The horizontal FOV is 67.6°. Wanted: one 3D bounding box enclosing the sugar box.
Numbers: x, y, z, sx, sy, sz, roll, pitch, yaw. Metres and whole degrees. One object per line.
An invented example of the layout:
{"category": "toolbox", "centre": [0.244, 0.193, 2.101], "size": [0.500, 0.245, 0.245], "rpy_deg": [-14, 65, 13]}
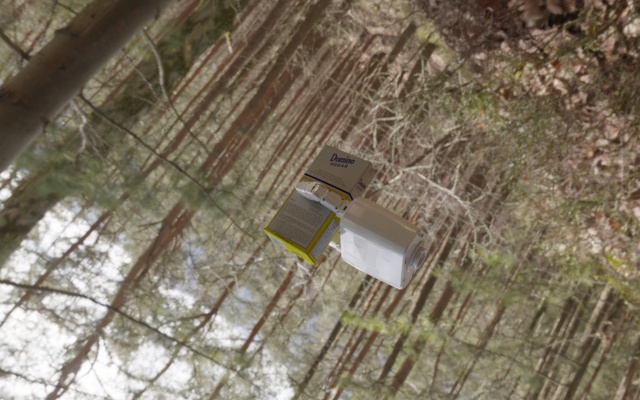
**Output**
{"category": "sugar box", "centre": [0.000, 0.003, 0.744], "size": [0.093, 0.176, 0.048], "rpy_deg": [26, -20, 31]}
